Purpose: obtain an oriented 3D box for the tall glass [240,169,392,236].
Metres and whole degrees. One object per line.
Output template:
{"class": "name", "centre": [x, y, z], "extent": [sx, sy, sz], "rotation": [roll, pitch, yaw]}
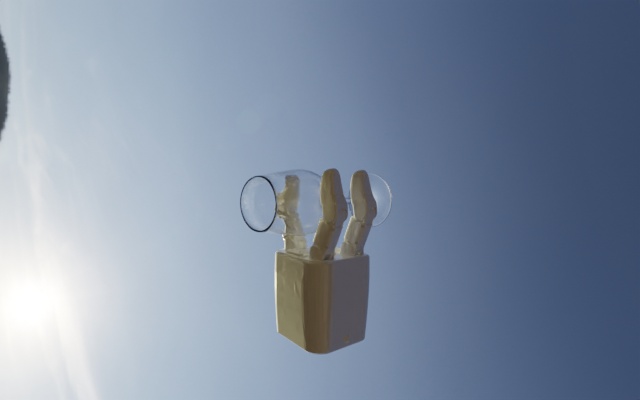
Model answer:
{"class": "tall glass", "centre": [0.001, 0.002, 0.585], "extent": [0.079, 0.079, 0.201], "rotation": [0, 1, 43]}
